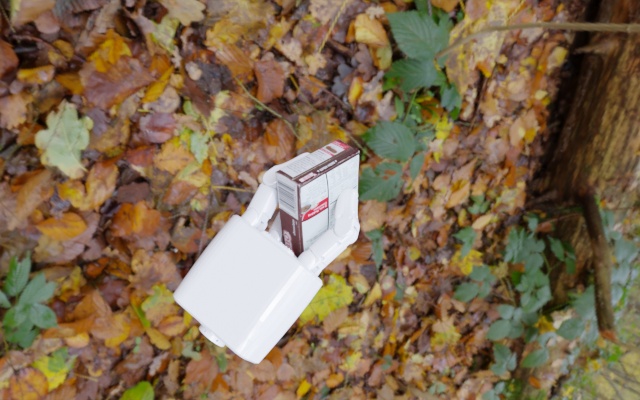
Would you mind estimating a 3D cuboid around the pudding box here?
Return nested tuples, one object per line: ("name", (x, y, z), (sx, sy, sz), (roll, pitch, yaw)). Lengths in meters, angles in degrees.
("pudding box", (0.000, 0.002, 0.524), (0.090, 0.114, 0.039), (-32, 49, -32))
